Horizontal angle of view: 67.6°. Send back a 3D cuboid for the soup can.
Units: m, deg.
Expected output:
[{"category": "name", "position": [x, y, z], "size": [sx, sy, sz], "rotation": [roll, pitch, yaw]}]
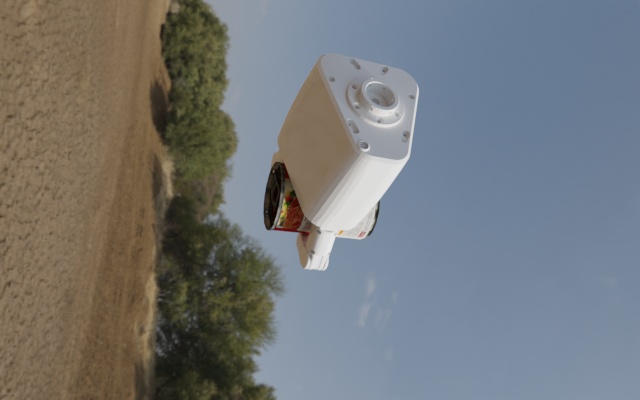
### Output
[{"category": "soup can", "position": [0.000, 0.002, 0.482], "size": [0.102, 0.068, 0.068], "rotation": [7, -2, -19]}]
